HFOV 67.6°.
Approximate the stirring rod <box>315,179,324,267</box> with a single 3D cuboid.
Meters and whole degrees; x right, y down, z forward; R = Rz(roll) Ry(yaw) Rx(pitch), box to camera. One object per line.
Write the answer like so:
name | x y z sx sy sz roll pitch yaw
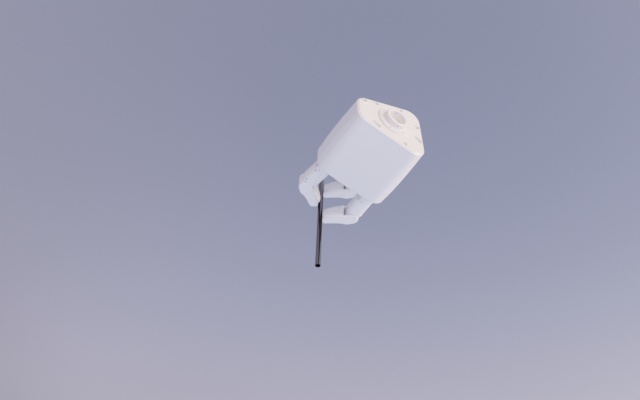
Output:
stirring rod | 0.000 0.002 0.743 0.011 0.239 0.011 1 -43 1
